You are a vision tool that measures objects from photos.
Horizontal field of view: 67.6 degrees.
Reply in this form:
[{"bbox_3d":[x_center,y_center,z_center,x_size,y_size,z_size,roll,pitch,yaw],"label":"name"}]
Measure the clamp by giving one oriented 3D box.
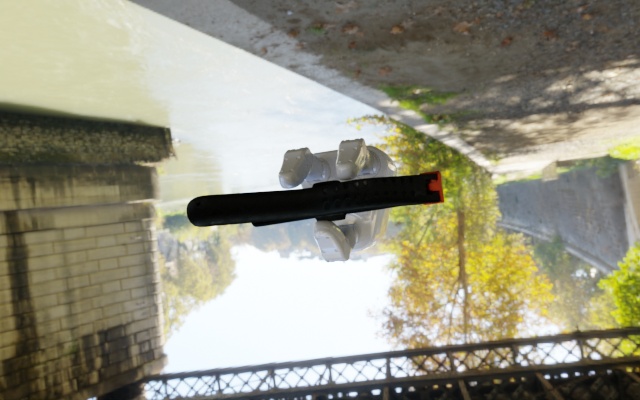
[{"bbox_3d":[0.001,0.002,0.424,0.210,0.036,0.164,-8,-3,17],"label":"clamp"}]
